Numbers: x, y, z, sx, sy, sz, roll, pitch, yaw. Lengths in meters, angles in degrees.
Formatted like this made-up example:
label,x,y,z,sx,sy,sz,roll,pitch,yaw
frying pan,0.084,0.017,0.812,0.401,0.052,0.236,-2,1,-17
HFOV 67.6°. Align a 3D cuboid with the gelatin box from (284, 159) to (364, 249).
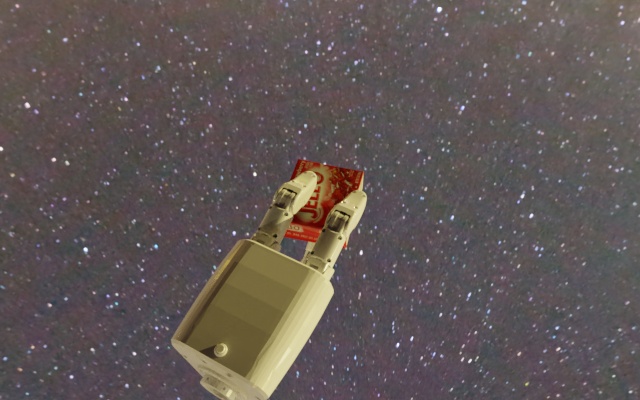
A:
label,x,y,z,sx,sy,sz,roll,pitch,yaw
gelatin box,0.000,0.002,0.491,0.073,0.089,0.030,12,-41,9
